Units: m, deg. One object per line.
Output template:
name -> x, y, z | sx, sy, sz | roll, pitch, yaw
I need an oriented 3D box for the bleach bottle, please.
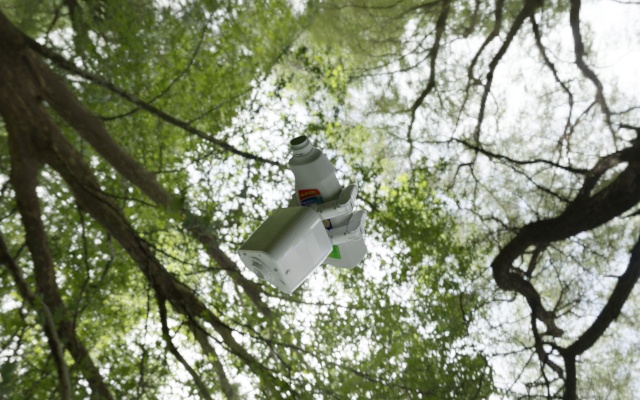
bleach bottle -> 0.000, 0.003, 0.804 | 0.102, 0.251, 0.068 | 14, 48, 42
